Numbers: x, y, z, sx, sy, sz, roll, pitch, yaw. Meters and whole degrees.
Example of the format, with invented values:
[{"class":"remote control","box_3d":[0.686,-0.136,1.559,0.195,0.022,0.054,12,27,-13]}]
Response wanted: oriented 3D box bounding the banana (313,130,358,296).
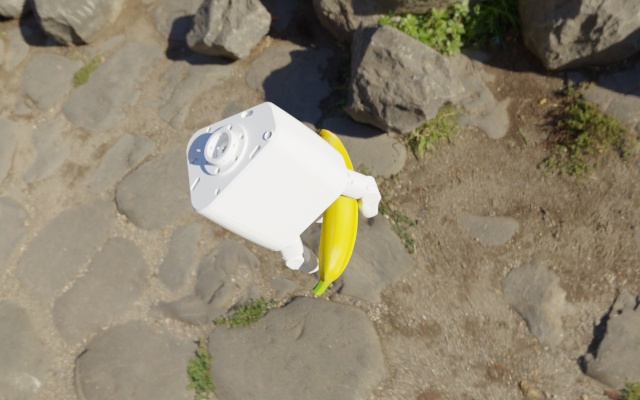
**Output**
[{"class":"banana","box_3d":[0.012,0.001,0.527,0.037,0.197,0.069,18,-24,-38]}]
